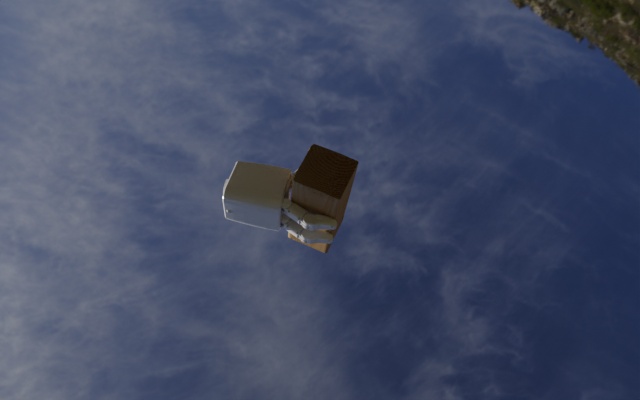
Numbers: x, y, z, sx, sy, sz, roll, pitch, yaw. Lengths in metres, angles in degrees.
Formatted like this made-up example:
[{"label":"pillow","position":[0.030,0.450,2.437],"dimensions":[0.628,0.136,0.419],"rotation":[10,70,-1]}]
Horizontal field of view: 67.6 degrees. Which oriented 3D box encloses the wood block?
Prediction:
[{"label":"wood block","position":[0.000,0.003,0.895],"dimensions":[0.090,0.090,0.206],"rotation":[22,-31,7]}]
